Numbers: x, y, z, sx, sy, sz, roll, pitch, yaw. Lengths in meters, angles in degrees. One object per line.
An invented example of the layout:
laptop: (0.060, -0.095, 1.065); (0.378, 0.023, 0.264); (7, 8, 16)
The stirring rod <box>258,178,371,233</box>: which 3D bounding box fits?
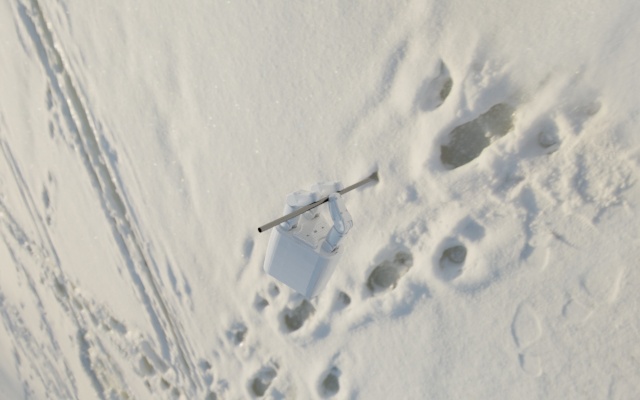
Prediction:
stirring rod: (0.000, 0.002, 0.704); (0.011, 0.011, 0.239); (0, 18, 44)
